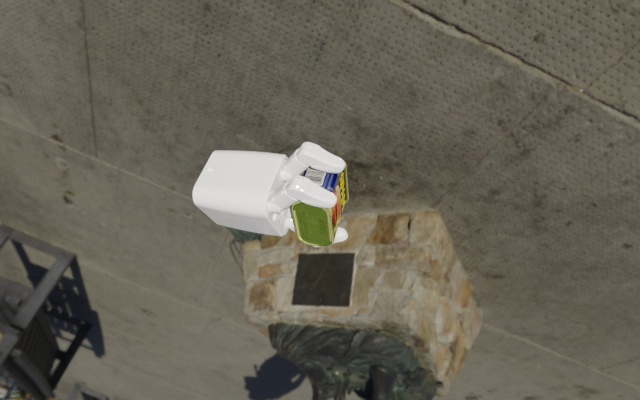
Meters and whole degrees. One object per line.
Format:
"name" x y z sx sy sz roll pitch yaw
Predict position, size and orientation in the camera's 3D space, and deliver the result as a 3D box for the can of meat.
"can of meat" 0.000 0.002 0.642 0.057 0.084 0.102 9 -37 13
